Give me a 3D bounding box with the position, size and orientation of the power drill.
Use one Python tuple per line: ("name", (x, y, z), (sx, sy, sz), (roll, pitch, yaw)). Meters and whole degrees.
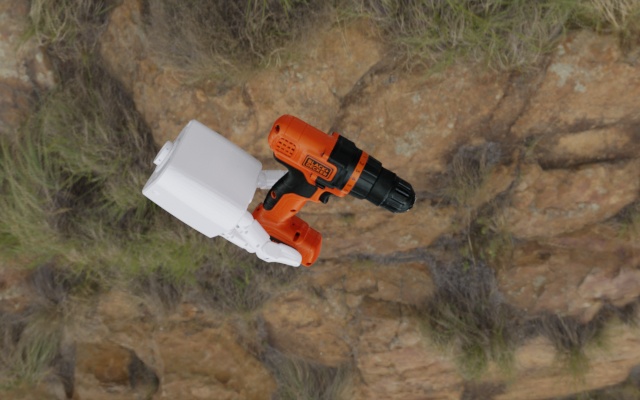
("power drill", (0.000, 0.002, 0.592), (0.184, 0.188, 0.057), (30, 41, -3))
